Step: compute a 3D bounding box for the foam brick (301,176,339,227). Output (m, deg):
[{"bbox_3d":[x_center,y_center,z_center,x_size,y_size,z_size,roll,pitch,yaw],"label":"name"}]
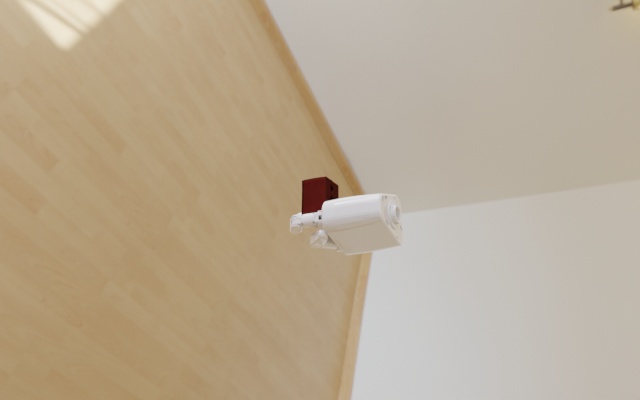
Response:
[{"bbox_3d":[0.000,0.003,0.869,0.051,0.078,0.053,-12,-24,28],"label":"foam brick"}]
